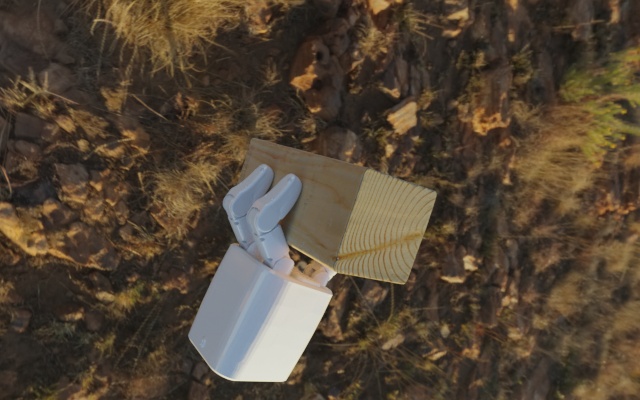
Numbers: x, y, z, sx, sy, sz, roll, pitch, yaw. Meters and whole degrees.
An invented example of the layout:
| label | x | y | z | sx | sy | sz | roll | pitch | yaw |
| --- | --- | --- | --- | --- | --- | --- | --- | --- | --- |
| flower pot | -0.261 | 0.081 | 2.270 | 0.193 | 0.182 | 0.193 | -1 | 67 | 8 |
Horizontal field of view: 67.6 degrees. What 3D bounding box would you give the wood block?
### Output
| label | x | y | z | sx | sy | sz | roll | pitch | yaw |
| --- | --- | --- | --- | --- | --- | --- | --- | --- | --- |
| wood block | 0.000 | 0.002 | 0.483 | 0.091 | 0.090 | 0.206 | 16 | 4 | -37 |
